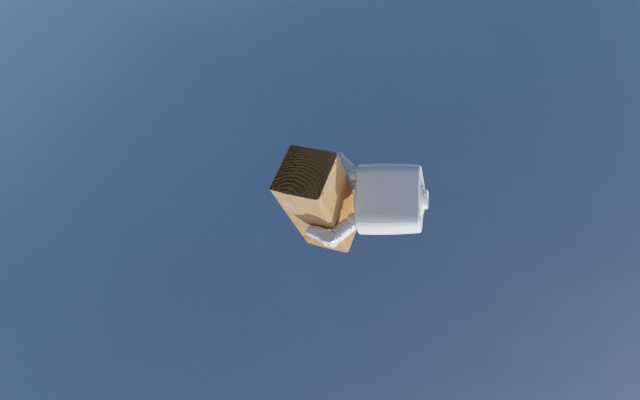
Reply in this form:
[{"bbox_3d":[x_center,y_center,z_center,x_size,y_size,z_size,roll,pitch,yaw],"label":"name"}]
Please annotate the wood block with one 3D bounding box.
[{"bbox_3d":[0.000,0.003,0.837,0.090,0.090,0.206,13,-24,24],"label":"wood block"}]
